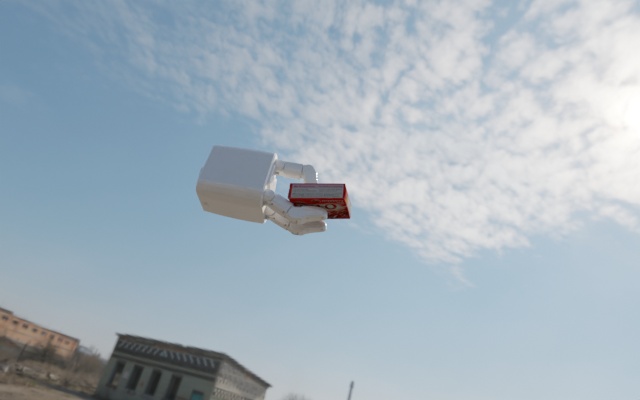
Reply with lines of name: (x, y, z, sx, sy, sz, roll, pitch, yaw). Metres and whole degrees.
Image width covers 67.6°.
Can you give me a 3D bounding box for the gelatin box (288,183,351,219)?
gelatin box: (0.000, 0.002, 0.748, 0.089, 0.030, 0.073, 0, -27, 11)
